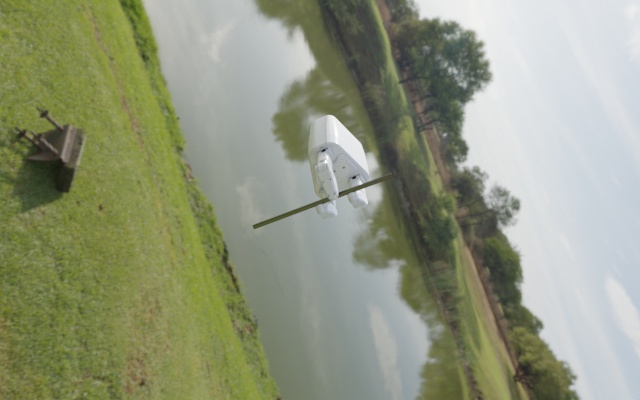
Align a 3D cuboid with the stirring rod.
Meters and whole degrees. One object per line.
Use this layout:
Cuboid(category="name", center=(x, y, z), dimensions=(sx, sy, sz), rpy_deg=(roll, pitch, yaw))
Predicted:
Cuboid(category="stirring rod", center=(0.000, 0.002, 0.750), dimensions=(0.239, 0.011, 0.011), rpy_deg=(-21, -5, 15))
